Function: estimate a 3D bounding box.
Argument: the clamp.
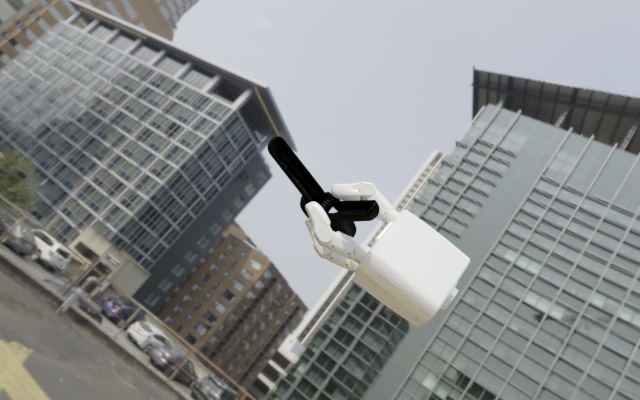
[{"bbox_3d":[0.001,0.002,0.651,0.164,0.036,0.210,38,-17,13],"label":"clamp"}]
